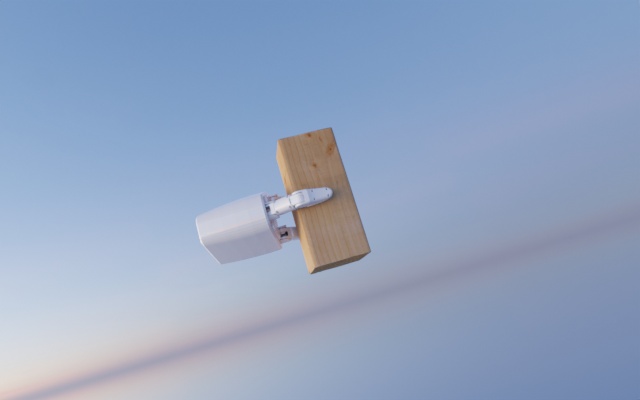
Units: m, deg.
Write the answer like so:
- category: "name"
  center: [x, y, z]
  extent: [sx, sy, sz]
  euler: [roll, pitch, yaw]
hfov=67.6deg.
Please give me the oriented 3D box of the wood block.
- category: "wood block"
  center: [0.000, 0.002, 0.760]
  extent: [0.090, 0.206, 0.091]
  euler: [-15, -13, -10]
